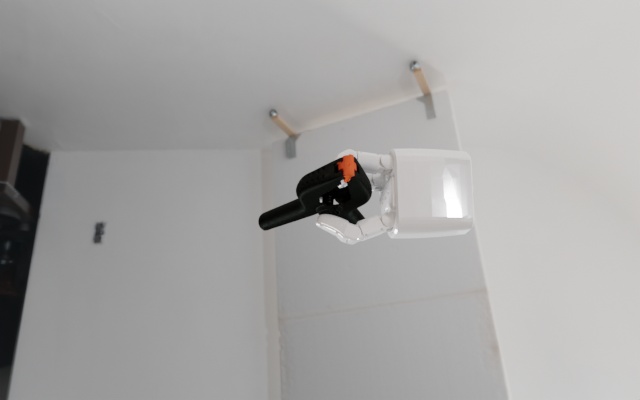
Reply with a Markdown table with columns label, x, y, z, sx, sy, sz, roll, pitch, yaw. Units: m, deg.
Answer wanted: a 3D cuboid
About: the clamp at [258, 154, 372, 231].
| label | x | y | z | sx | sy | sz | roll | pitch | yaw |
| --- | --- | --- | --- | --- | --- | --- | --- | --- | --- |
| clamp | 0.000 | 0.003 | 0.622 | 0.164 | 0.036 | 0.210 | 0 | -24 | -6 |
